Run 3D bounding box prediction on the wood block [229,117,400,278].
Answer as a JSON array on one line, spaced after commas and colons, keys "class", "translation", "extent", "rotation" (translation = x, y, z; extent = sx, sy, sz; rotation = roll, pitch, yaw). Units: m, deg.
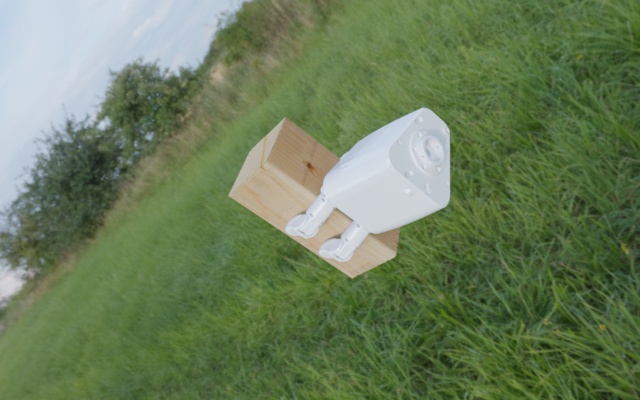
[{"class": "wood block", "translation": [0.000, 0.002, 0.624], "extent": [0.206, 0.090, 0.090], "rotation": [36, -46, -20]}]
